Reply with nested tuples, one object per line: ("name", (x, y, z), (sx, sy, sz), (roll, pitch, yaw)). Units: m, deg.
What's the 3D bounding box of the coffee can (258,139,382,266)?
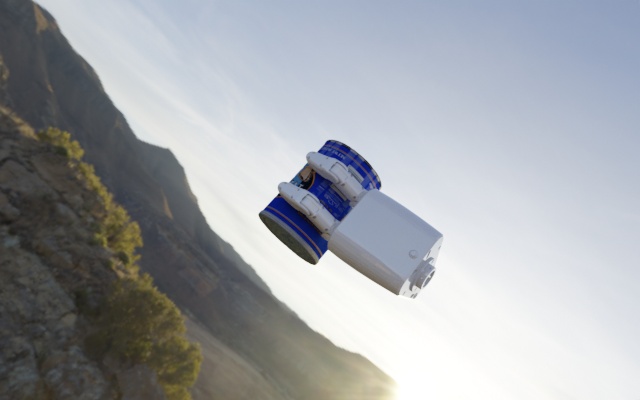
("coffee can", (0.000, 0.002, 0.648), (0.103, 0.140, 0.103), (38, -15, 12))
